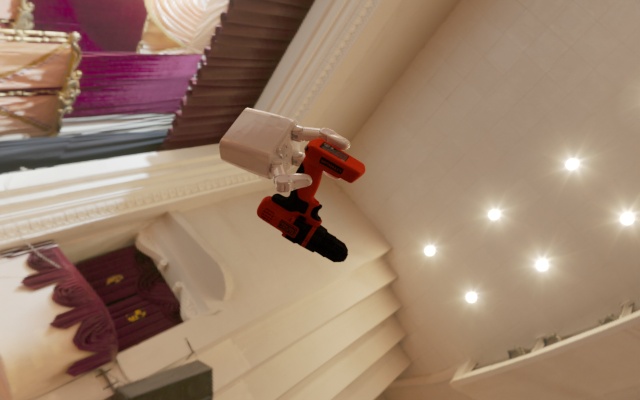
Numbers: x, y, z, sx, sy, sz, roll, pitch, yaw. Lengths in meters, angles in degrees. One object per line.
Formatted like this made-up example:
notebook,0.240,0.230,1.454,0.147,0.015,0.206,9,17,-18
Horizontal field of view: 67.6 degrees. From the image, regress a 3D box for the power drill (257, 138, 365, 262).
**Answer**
power drill,0.000,0.002,0.830,0.184,0.188,0.057,31,24,-1
